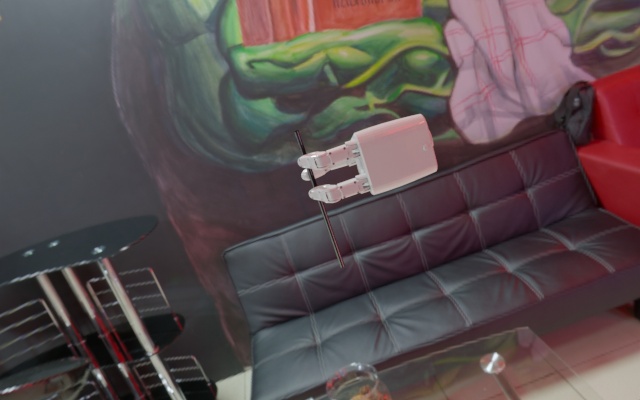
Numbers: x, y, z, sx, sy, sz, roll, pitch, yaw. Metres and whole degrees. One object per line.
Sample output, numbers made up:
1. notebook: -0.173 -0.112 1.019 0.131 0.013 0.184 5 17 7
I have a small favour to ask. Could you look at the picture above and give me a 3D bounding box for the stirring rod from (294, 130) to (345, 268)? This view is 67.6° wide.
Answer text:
1. stirring rod: 0.000 0.003 0.765 0.011 0.240 0.011 -17 18 6
